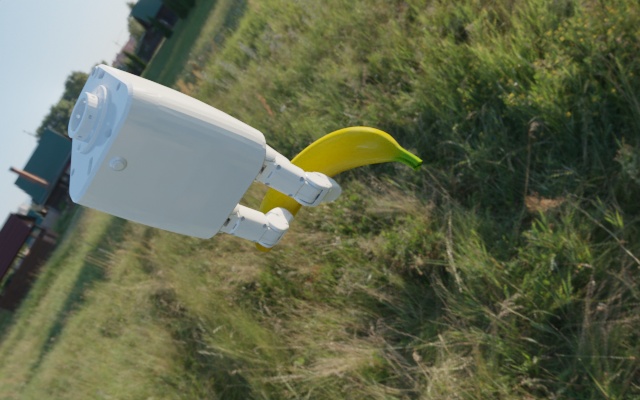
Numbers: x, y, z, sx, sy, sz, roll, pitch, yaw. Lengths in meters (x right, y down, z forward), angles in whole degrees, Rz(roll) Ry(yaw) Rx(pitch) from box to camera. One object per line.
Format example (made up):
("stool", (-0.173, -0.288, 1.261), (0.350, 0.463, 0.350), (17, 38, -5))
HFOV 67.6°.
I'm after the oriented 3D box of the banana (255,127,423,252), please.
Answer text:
("banana", (-0.004, -0.017, 0.457), (0.198, 0.069, 0.037), (-30, -16, 30))
